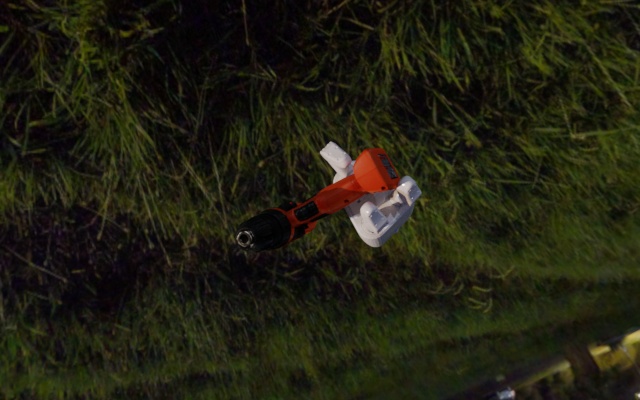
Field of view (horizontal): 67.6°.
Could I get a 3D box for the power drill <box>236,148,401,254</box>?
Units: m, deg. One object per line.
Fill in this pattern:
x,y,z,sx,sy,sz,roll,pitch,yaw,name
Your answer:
0.001,0.002,0.598,0.188,0.057,0.184,-28,-3,20,power drill
